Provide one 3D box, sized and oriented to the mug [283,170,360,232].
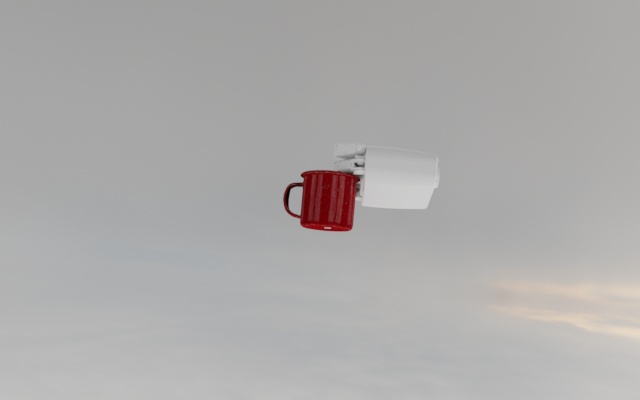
[{"bbox_3d":[-0.001,0.002,0.734,0.117,0.081,0.093,4,-9,5],"label":"mug"}]
